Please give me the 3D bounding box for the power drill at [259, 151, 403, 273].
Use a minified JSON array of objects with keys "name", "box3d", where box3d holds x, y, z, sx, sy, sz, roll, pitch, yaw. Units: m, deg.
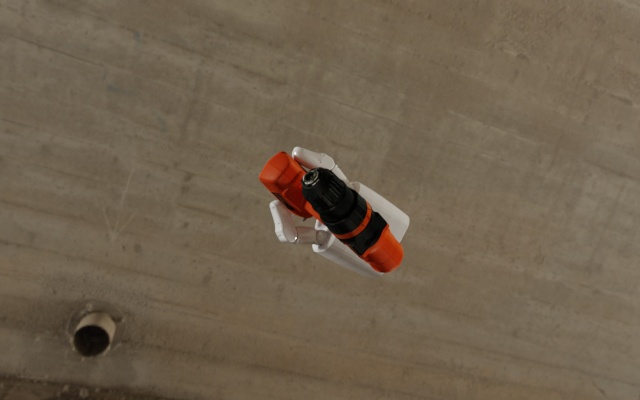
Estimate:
[{"name":"power drill","box3d":[0.000,0.002,0.584,0.187,0.057,0.184,35,-10,49]}]
